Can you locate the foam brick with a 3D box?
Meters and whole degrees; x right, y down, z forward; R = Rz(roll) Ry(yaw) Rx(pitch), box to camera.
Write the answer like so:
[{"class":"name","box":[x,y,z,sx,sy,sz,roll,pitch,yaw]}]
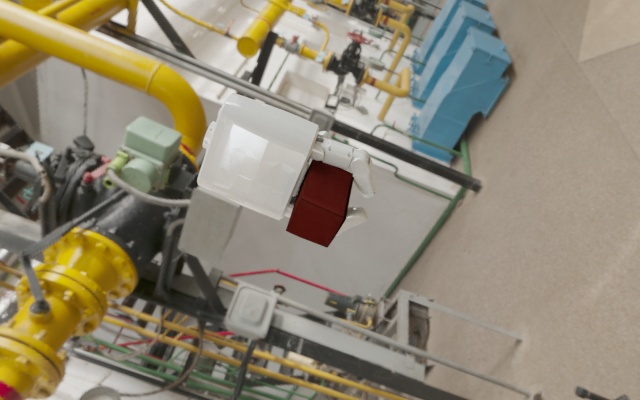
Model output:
[{"class":"foam brick","box":[0.000,0.002,0.524,0.051,0.053,0.078,23,40,-7]}]
